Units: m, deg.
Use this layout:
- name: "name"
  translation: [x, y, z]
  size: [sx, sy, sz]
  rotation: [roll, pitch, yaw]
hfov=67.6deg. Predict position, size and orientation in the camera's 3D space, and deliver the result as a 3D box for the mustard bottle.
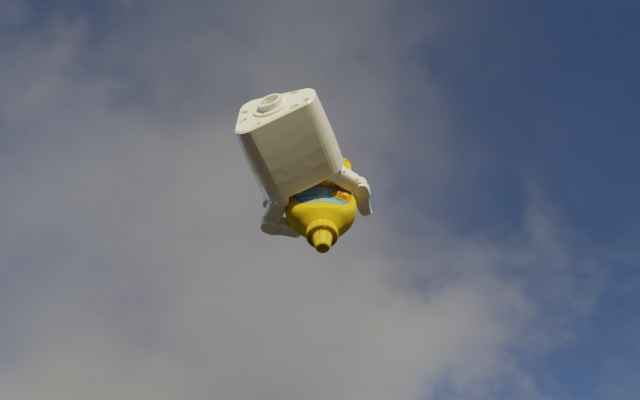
- name: "mustard bottle"
  translation: [0.000, 0.002, 0.658]
  size: [0.096, 0.058, 0.191]
  rotation: [4, 35, -5]
